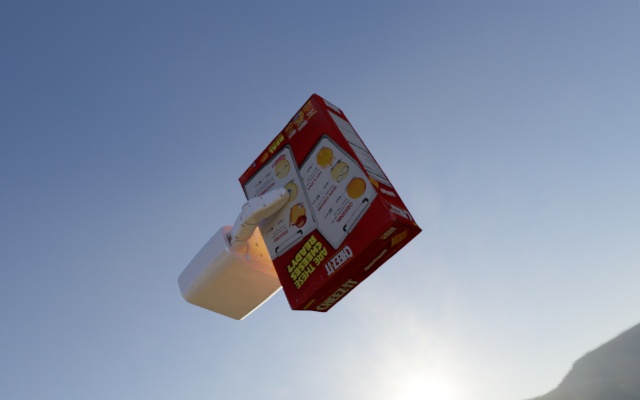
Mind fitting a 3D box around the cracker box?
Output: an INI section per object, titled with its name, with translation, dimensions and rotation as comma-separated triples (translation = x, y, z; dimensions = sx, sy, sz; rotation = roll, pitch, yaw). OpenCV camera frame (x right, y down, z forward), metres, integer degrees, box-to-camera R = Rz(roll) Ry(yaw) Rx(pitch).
[cracker box]
translation = 0.000, 0.002, 0.586
dimensions = 0.164, 0.213, 0.072
rotation = -45, -37, 23
